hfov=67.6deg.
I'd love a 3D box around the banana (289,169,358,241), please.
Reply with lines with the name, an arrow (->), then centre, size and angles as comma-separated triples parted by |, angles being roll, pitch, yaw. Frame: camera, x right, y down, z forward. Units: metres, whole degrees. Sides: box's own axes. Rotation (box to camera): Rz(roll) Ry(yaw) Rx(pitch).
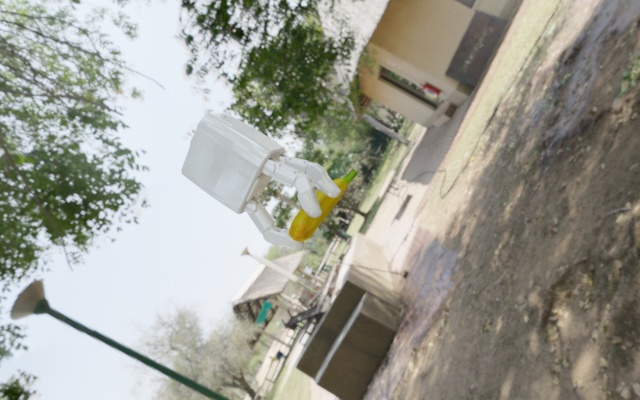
banana -> -0.006, 0.013, 0.712 | 0.037, 0.070, 0.197 | 36, 40, 4
